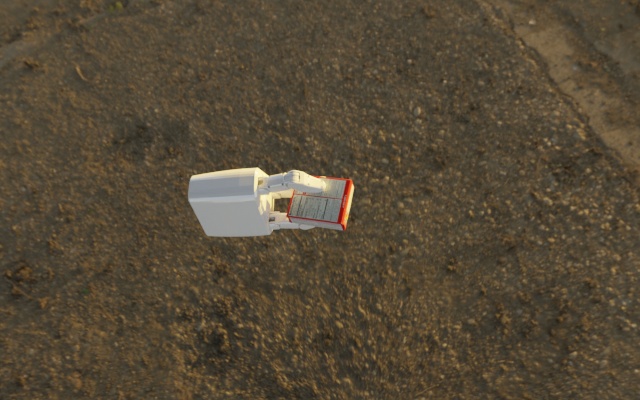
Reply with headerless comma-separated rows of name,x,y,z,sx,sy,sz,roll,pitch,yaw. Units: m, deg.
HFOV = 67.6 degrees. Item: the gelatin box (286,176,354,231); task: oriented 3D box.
gelatin box,0.000,0.002,0.720,0.089,0.073,0.030,6,-24,16
